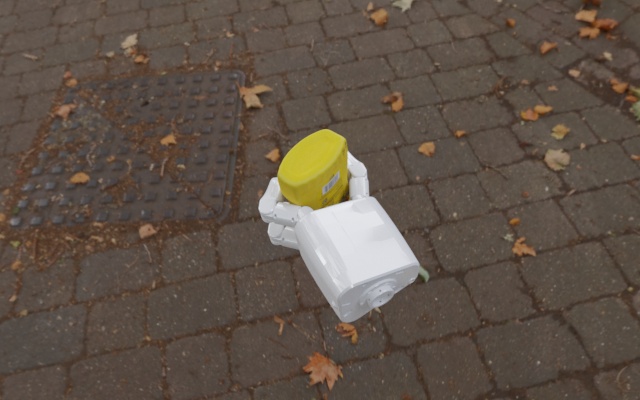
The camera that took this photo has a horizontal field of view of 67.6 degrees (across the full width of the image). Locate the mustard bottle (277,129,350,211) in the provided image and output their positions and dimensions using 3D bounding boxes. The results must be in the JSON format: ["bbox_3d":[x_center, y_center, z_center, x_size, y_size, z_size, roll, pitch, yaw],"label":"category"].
[{"bbox_3d":[0.000,0.002,0.634,0.058,0.096,0.192,30,-27,26],"label":"mustard bottle"}]
